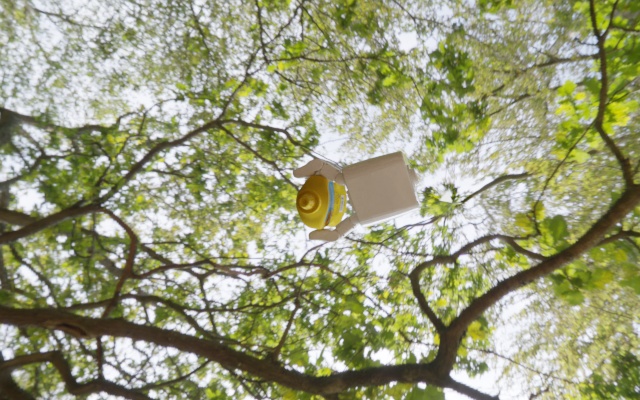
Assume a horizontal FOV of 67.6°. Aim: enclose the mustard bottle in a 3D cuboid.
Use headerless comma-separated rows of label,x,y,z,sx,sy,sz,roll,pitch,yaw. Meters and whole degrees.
mustard bottle,0.000,0.003,0.855,0.058,0.096,0.191,8,2,15
